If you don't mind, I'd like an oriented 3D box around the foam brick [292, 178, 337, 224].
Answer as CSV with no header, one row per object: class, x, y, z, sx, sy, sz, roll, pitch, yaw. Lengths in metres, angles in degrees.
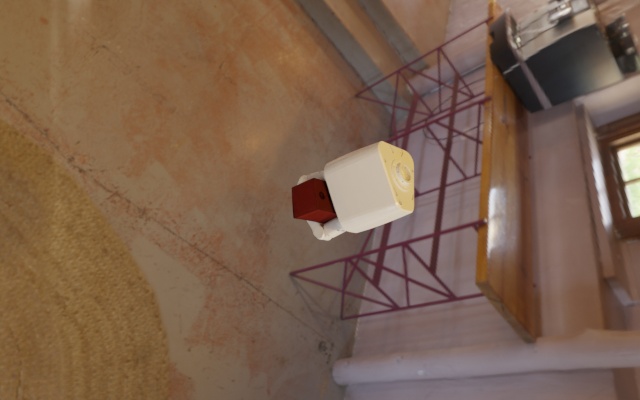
foam brick,0.000,0.003,0.752,0.051,0.053,0.078,-22,-23,39
